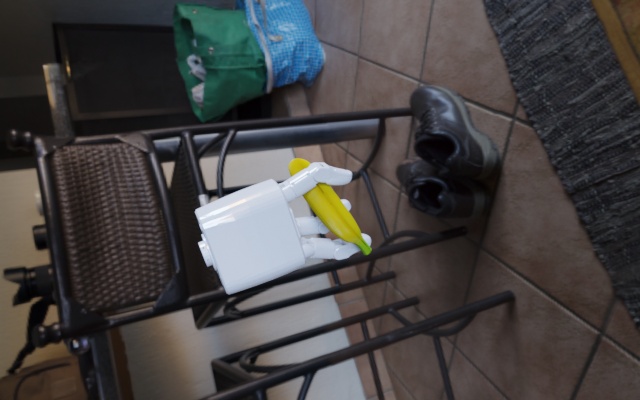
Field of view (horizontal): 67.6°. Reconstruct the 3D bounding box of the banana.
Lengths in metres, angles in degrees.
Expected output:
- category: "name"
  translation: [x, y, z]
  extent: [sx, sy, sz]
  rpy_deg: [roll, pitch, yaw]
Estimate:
- category: "banana"
  translation: [-0.003, -0.006, 0.642]
  extent: [0.037, 0.197, 0.070]
  rpy_deg: [-32, -36, -6]
